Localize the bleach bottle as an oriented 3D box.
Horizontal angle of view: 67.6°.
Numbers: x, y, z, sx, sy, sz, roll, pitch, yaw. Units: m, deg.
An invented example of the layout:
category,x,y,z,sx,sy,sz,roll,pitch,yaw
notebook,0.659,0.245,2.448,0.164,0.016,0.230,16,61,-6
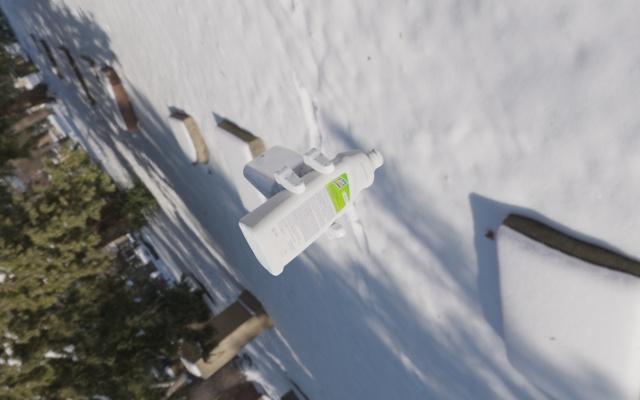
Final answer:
category,x,y,z,sx,sy,sz,roll,pitch,yaw
bleach bottle,0.000,0.002,0.749,0.251,0.103,0.068,-35,38,-19
